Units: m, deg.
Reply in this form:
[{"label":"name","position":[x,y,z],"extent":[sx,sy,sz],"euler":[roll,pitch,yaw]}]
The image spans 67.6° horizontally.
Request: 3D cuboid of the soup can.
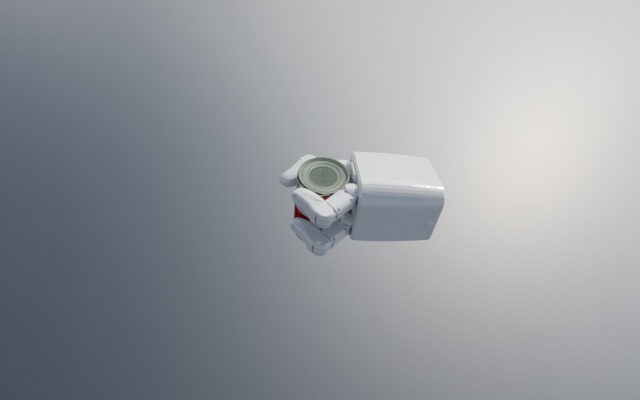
[{"label":"soup can","position":[0.000,0.002,0.625],"extent":[0.068,0.068,0.102],"euler":[0,-42,-7]}]
